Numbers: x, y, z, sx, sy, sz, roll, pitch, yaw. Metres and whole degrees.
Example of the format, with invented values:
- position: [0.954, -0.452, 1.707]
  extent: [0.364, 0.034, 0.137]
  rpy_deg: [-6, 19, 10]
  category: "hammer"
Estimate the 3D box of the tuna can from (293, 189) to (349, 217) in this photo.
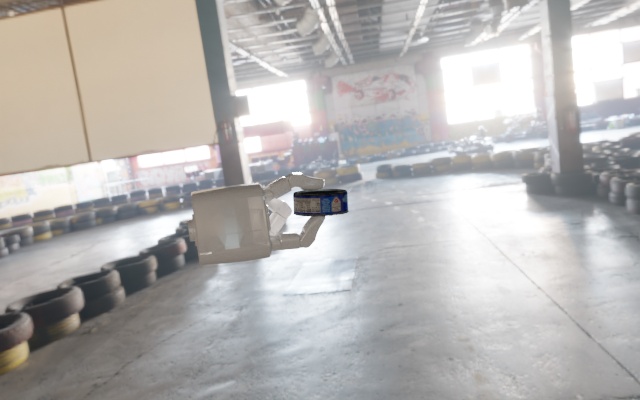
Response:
- position: [0.000, 0.002, 0.734]
  extent: [0.086, 0.034, 0.086]
  rpy_deg: [-2, 6, 0]
  category: "tuna can"
